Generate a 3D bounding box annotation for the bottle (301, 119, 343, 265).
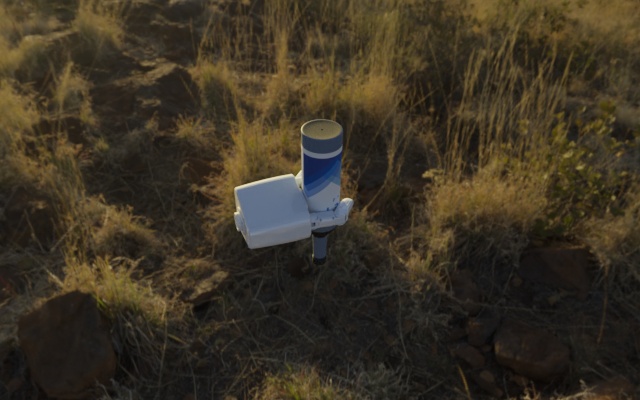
[{"bbox_3d":[0.000,0.003,0.845,0.069,0.296,0.069,1,39,-1],"label":"bottle"}]
